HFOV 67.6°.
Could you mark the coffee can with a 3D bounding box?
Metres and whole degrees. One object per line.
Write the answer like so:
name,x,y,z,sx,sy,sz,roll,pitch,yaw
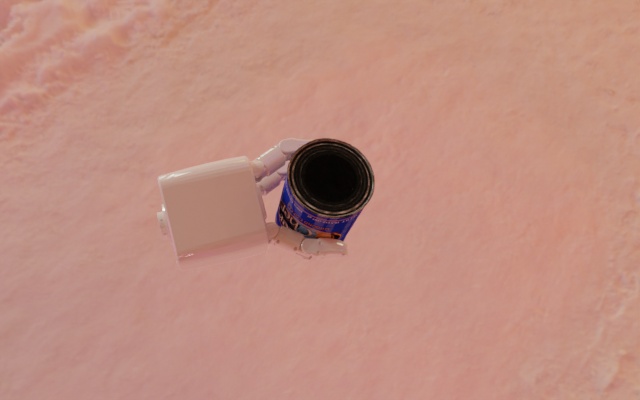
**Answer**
coffee can,0.000,0.002,0.602,0.103,0.102,0.140,0,-25,-12
